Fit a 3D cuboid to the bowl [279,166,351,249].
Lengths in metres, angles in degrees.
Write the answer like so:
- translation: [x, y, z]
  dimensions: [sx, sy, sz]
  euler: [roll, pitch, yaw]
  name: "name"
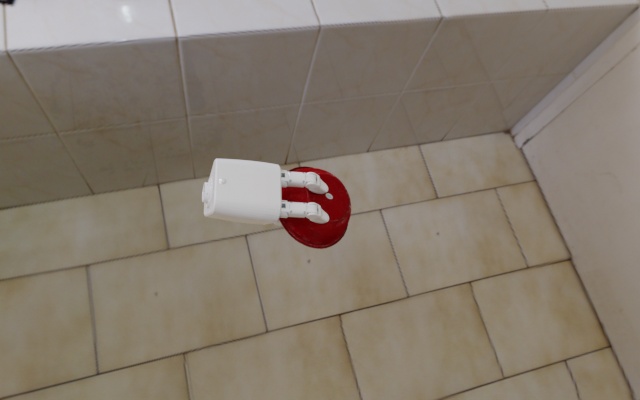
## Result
- translation: [0.001, 0.003, 0.864]
  dimensions: [0.162, 0.162, 0.055]
  euler: [0, -20, -35]
  name: "bowl"
